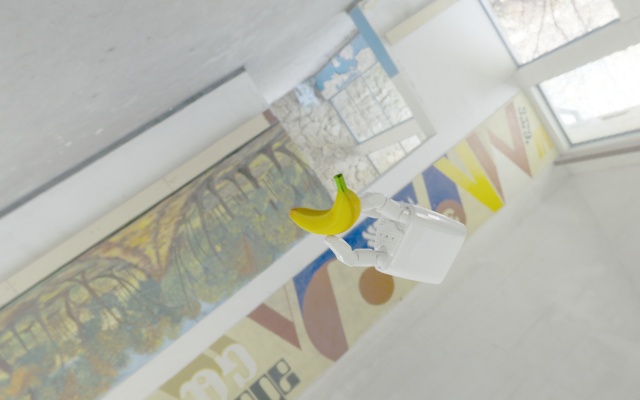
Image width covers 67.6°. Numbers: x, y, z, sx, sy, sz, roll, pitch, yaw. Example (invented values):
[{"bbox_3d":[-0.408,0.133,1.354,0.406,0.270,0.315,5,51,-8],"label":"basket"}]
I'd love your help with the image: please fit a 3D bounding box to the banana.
[{"bbox_3d":[0.010,0.018,0.676,0.037,0.069,0.198,-26,-4,-28],"label":"banana"}]
